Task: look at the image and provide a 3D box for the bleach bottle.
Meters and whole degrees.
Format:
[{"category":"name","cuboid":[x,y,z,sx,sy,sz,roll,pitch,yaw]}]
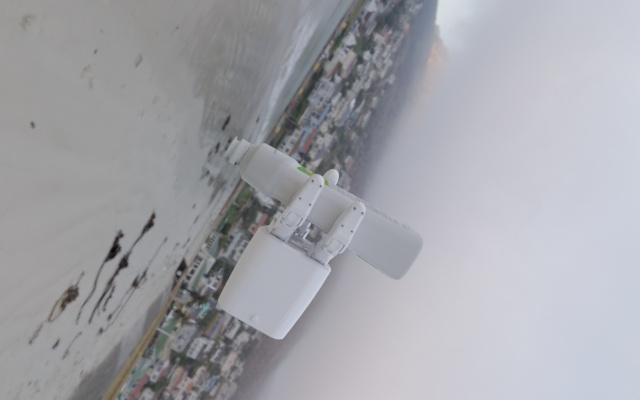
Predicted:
[{"category":"bleach bottle","cuboid":[0.000,0.002,0.578,0.251,0.068,0.102,32,4,-9]}]
